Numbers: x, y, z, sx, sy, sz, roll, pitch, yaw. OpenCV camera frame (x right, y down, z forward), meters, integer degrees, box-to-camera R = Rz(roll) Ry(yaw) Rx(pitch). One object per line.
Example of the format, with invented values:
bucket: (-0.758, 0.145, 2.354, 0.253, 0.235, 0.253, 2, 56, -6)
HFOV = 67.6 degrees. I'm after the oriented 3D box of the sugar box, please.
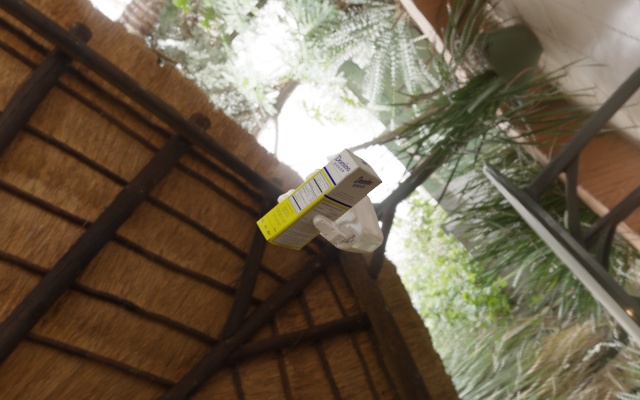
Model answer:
sugar box: (0.000, 0.002, 0.711, 0.176, 0.048, 0.093, -41, -27, 14)
